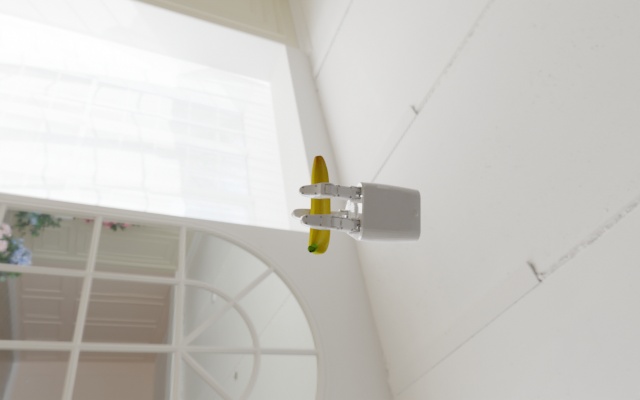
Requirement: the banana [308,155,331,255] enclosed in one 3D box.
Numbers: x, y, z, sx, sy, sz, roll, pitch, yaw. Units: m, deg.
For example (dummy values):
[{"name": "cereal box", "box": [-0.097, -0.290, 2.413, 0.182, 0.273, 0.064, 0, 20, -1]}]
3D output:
[{"name": "banana", "box": [0.000, 0.016, 0.818, 0.037, 0.197, 0.070, 1, -35, 0]}]
